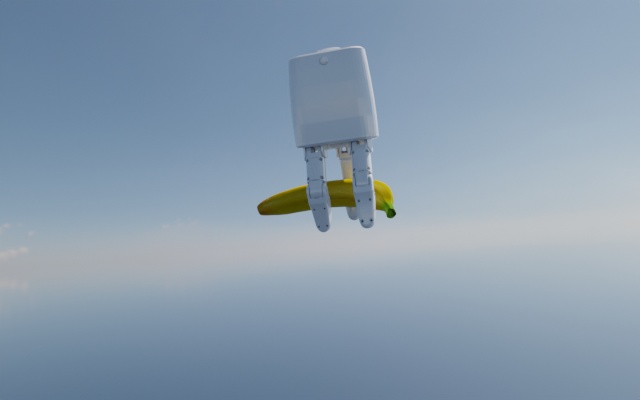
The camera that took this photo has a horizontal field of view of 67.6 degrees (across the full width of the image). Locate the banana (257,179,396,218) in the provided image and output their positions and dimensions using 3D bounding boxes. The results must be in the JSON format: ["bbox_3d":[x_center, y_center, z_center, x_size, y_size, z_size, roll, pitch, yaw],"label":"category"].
[{"bbox_3d":[0.012,-0.004,0.608,0.198,0.037,0.069,-2,16,32],"label":"banana"}]
